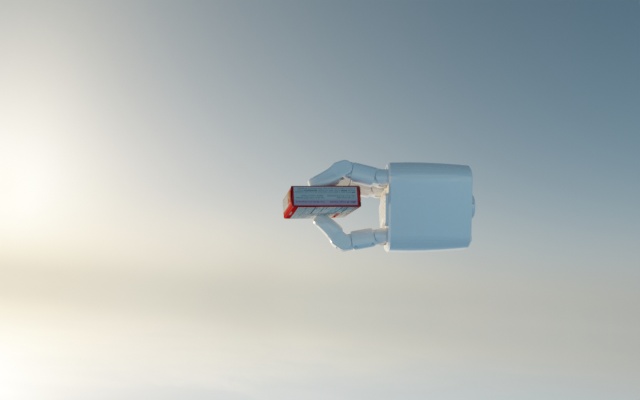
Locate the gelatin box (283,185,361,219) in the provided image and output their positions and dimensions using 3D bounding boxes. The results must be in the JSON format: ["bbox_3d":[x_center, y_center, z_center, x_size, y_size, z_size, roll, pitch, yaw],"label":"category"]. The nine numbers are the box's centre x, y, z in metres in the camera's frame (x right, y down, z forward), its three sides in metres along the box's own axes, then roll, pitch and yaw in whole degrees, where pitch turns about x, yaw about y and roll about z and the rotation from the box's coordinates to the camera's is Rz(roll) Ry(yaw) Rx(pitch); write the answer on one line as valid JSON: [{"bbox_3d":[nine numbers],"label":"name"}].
[{"bbox_3d":[0.000,0.002,0.614,0.089,0.030,0.073,-1,-13,-13],"label":"gelatin box"}]
